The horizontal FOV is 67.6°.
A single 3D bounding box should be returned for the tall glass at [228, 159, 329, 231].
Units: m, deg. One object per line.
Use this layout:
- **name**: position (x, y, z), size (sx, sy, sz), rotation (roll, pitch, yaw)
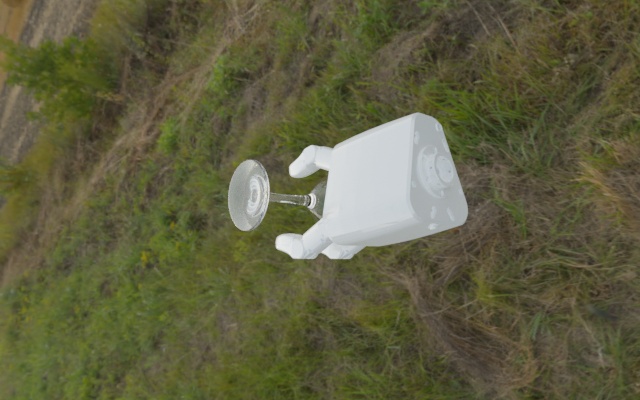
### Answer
- **tall glass**: position (-0.001, 0.002, 0.552), size (0.201, 0.079, 0.079), rotation (6, -4, -41)
